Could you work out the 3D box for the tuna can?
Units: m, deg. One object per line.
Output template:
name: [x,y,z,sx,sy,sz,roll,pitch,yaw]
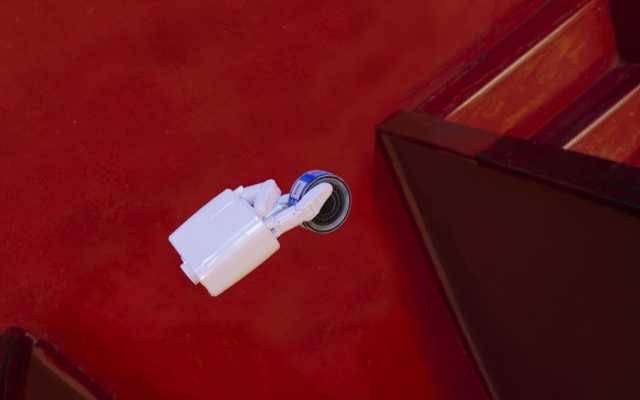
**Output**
tuna can: [0.000,0.002,0.666,0.086,0.086,0.033,0,12,-31]
